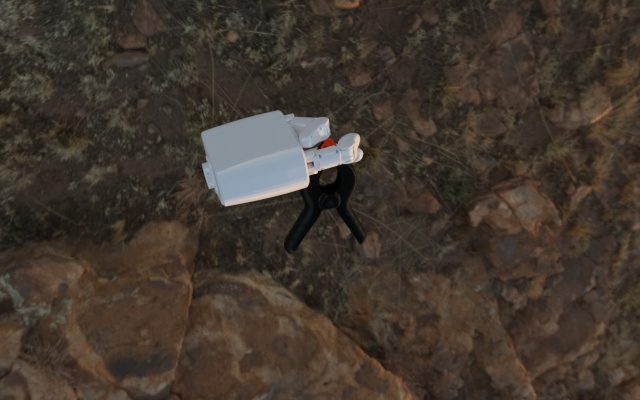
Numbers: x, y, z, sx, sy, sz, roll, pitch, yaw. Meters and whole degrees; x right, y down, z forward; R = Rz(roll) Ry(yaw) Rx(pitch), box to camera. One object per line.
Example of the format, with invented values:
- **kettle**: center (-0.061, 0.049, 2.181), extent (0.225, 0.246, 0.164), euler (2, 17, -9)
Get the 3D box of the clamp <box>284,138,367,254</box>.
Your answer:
- **clamp**: center (0.000, 0.002, 0.651), extent (0.120, 0.172, 0.039), euler (-16, 29, -14)
